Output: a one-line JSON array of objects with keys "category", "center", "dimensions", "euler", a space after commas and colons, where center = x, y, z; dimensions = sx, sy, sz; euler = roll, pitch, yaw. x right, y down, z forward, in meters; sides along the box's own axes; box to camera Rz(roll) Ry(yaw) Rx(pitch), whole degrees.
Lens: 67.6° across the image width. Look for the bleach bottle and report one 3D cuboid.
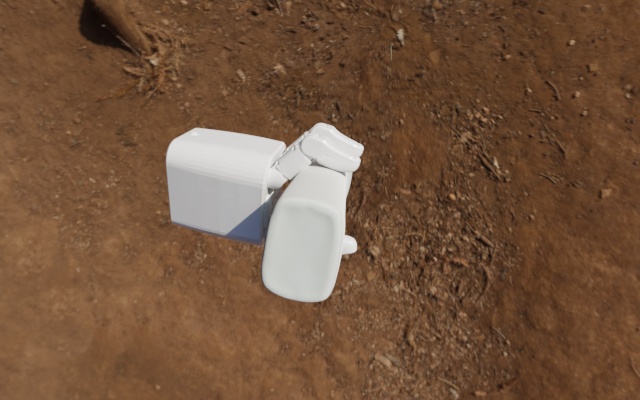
[{"category": "bleach bottle", "center": [0.000, 0.002, 0.520], "dimensions": [0.068, 0.103, 0.250], "euler": [12, 21, 4]}]
